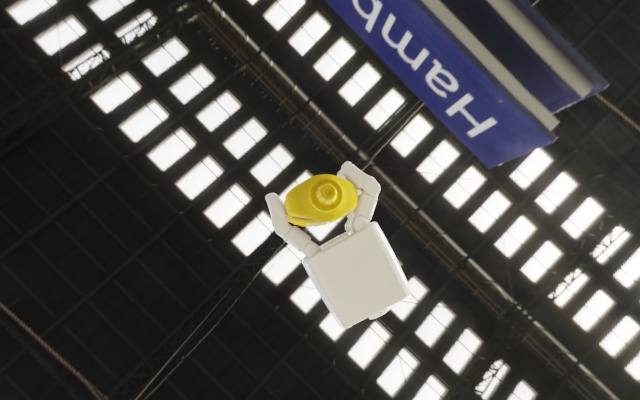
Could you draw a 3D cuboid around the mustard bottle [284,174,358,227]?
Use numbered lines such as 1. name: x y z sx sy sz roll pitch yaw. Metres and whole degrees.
1. mustard bottle: 0.000 0.002 0.645 0.096 0.058 0.191 -4 -6 -6
